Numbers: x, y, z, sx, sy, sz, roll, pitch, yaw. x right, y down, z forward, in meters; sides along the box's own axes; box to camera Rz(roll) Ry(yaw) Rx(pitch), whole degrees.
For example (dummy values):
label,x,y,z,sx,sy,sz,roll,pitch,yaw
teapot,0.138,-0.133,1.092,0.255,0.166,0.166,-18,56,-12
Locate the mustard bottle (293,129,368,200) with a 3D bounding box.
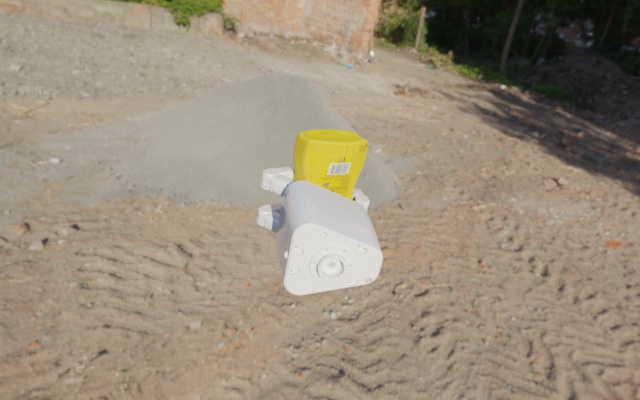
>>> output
label,x,y,z,sx,sy,sz,roll,pitch,yaw
mustard bottle,0.000,0.002,0.647,0.096,0.192,0.058,-6,30,-33
